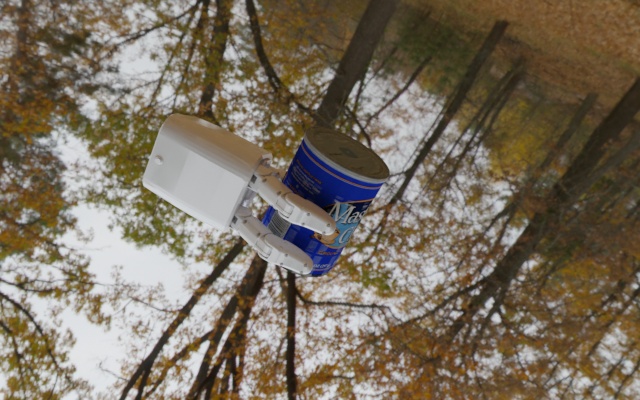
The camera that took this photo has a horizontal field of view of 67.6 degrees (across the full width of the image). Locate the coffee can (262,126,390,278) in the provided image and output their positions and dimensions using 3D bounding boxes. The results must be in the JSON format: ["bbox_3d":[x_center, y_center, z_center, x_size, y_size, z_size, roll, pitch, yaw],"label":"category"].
[{"bbox_3d":[0.000,0.002,0.545,0.103,0.140,0.102,23,25,-12],"label":"coffee can"}]
